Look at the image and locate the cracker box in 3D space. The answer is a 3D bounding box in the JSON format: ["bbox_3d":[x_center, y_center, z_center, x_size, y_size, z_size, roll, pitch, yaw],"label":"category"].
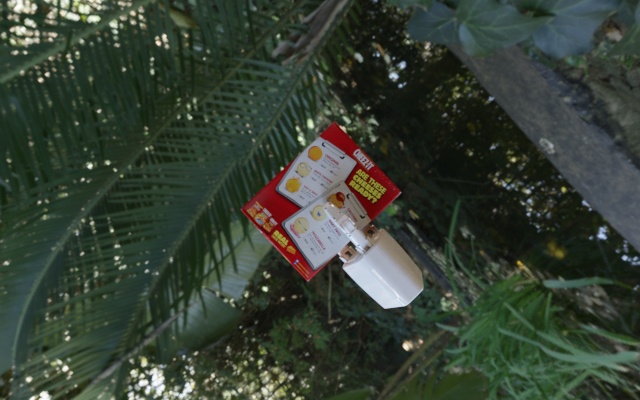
[{"bbox_3d":[0.000,0.003,0.808,0.213,0.164,0.072,-43,0,-4],"label":"cracker box"}]
